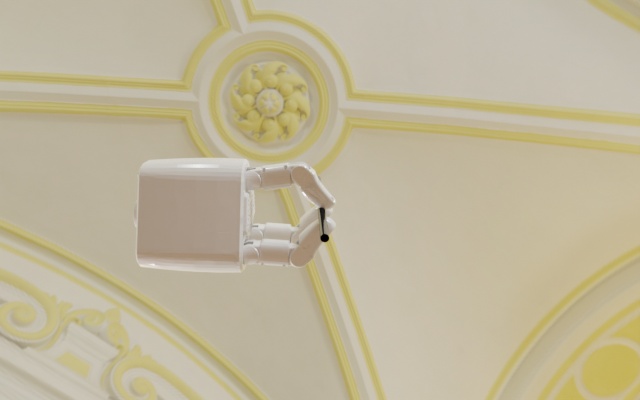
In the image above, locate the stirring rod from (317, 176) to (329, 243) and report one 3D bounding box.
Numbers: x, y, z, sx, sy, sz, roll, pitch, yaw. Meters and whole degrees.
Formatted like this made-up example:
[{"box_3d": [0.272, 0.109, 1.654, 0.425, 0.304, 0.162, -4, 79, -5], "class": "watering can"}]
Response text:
[{"box_3d": [0.000, 0.002, 0.533, 0.011, 0.011, 0.239, 0, 15, -2], "class": "stirring rod"}]
